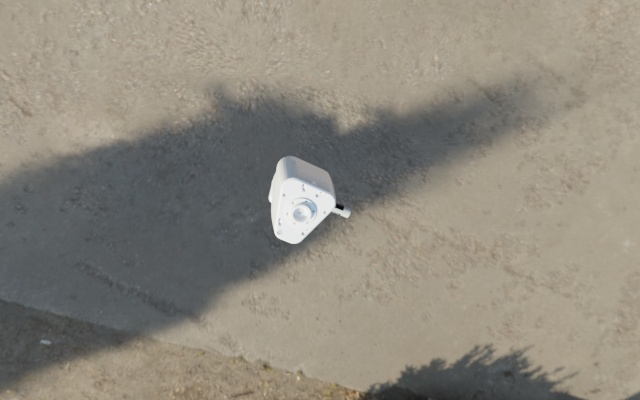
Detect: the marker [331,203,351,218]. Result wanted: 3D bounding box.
[{"bbox_3d":[0.000,0.003,0.895,0.121,0.020,0.020,22,-6,-15],"label":"marker"}]
